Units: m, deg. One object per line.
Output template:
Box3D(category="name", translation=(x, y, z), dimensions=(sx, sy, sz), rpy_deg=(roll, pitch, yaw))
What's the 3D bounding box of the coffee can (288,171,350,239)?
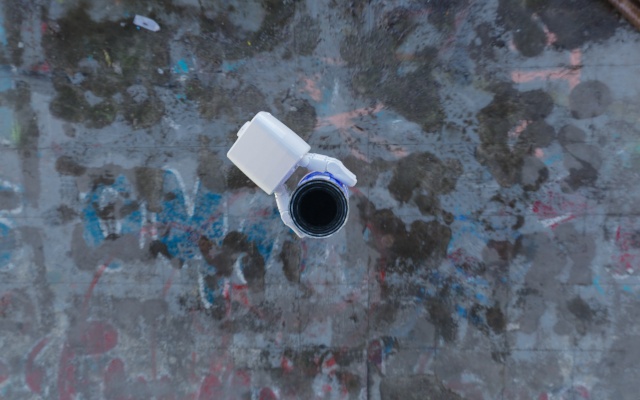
Box3D(category="coffee can", translation=(0.000, 0.003, 0.853), dimensions=(0.103, 0.103, 0.140), rpy_deg=(0, 9, 3))
